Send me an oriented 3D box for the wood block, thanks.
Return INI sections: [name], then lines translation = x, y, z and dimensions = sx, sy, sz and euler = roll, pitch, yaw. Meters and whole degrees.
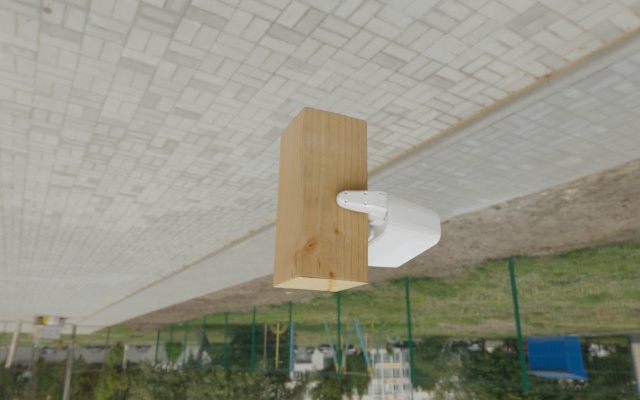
[wood block]
translation = 0.001, 0.002, 0.595
dimensions = 0.090, 0.206, 0.091
euler = 9, -19, -23
